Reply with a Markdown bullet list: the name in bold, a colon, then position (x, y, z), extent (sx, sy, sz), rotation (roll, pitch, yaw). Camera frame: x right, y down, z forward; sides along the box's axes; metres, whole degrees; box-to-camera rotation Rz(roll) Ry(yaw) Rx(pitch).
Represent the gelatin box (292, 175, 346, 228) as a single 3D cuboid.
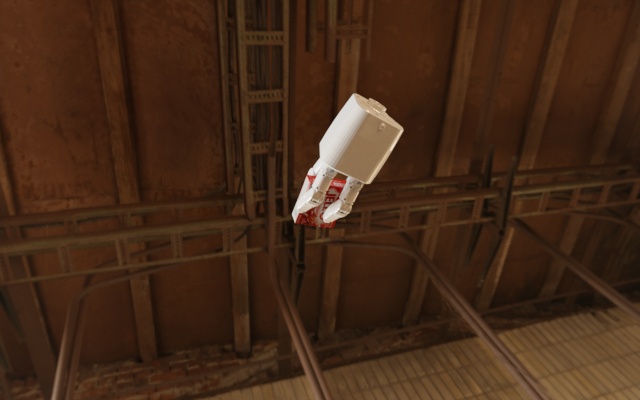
- **gelatin box**: position (0.000, 0.003, 0.822), extent (0.073, 0.089, 0.030), rotation (9, 33, -22)
